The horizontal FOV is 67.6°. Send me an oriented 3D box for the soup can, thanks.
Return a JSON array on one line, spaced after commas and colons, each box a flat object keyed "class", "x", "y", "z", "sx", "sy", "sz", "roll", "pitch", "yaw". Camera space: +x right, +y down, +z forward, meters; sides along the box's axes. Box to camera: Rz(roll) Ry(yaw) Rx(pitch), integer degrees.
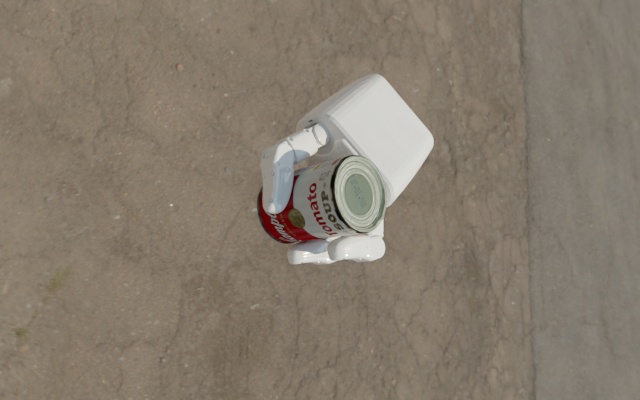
[{"class": "soup can", "x": 0.000, "y": 0.002, "z": 0.428, "sx": 0.068, "sy": 0.068, "sz": 0.102, "roll": 0, "pitch": -8, "yaw": -44}]
